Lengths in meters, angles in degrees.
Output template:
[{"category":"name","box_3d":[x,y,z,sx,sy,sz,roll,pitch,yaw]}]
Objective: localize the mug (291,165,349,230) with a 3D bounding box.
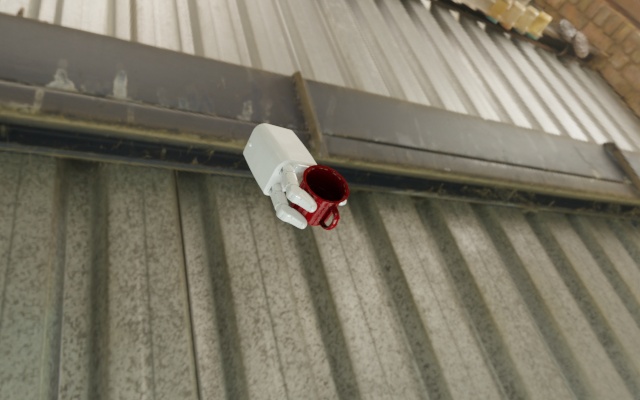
[{"category":"mug","box_3d":[0.001,0.004,0.895,0.093,0.117,0.081,-9,-33,-37]}]
